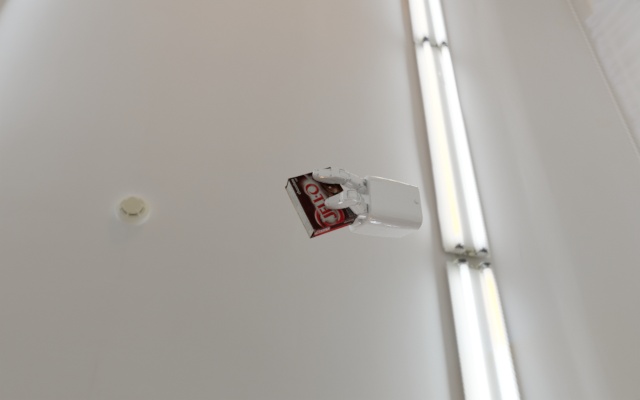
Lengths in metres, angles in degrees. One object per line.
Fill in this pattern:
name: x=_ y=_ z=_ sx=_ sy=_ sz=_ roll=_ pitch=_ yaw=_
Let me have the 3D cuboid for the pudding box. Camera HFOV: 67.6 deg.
pudding box: x=0.000 y=0.003 z=0.855 sx=0.090 sy=0.113 sz=0.039 roll=-17 pitch=-25 yaw=-27
